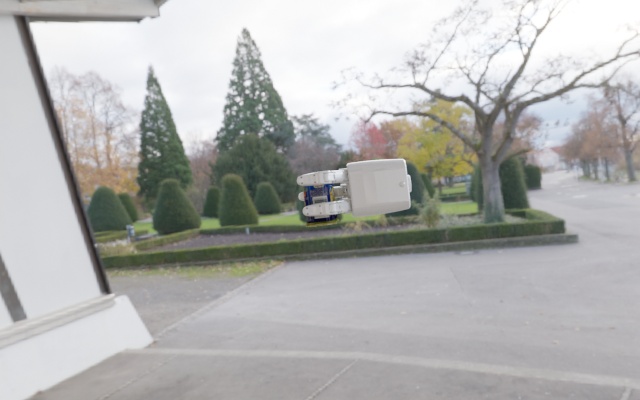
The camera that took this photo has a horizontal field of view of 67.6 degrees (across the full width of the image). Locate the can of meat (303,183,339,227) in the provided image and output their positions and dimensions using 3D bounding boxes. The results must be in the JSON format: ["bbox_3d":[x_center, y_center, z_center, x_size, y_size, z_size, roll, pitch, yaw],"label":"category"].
[{"bbox_3d":[0.000,0.003,0.895,0.057,0.084,0.102,-6,1,6],"label":"can of meat"}]
